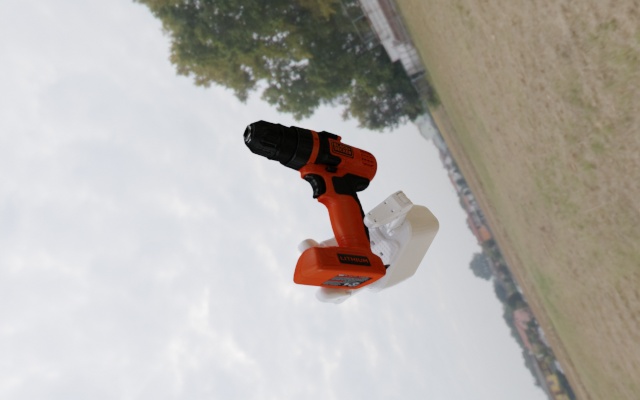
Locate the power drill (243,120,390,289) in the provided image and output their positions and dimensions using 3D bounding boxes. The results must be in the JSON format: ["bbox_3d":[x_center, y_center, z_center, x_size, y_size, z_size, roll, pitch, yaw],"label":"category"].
[{"bbox_3d":[0.000,0.002,0.546,0.184,0.187,0.057,12,-31,-33],"label":"power drill"}]
